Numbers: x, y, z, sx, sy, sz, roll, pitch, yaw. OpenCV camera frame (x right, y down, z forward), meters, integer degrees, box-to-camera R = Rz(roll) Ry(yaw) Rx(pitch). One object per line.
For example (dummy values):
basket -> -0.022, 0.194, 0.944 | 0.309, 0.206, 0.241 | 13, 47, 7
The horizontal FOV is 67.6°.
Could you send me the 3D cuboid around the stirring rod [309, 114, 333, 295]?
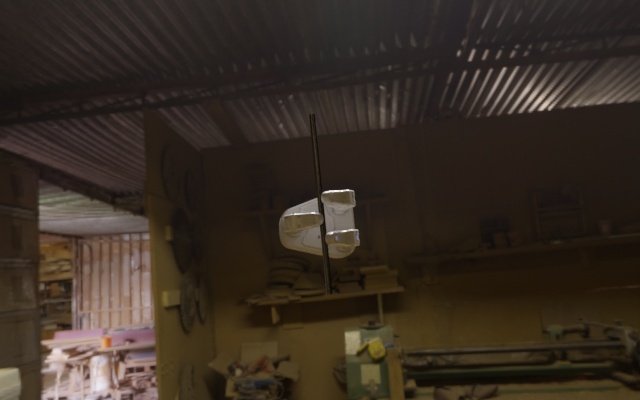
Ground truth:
stirring rod -> 0.000, 0.002, 0.630 | 0.011, 0.239, 0.011 | -5, -8, -1
